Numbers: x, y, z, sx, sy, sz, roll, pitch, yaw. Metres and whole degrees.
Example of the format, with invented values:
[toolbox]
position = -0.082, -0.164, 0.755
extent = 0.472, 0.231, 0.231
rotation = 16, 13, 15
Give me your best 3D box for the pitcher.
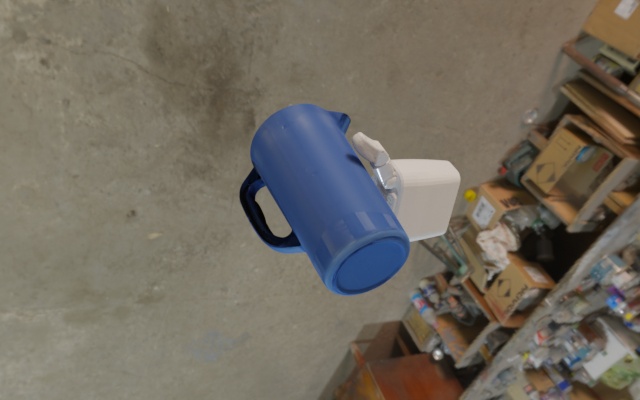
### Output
[pitcher]
position = 0.000, 0.002, 0.603
extent = 0.145, 0.149, 0.242
rotation = -2, 42, -29
